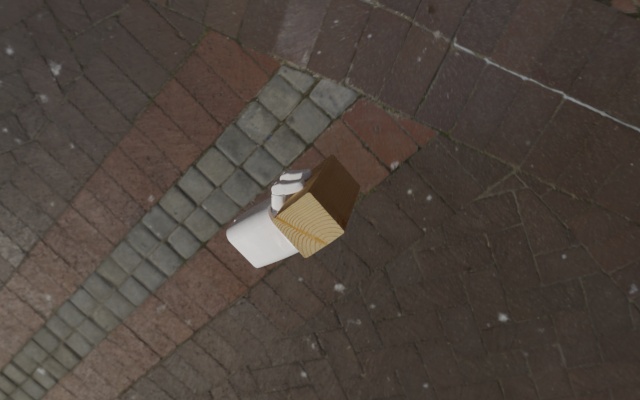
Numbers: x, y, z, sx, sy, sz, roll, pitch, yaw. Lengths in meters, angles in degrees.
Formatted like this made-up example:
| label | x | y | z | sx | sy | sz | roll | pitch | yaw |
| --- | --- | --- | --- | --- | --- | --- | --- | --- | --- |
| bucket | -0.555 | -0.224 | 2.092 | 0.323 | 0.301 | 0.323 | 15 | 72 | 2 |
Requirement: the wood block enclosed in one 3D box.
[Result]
| label | x | y | z | sx | sy | sz | roll | pitch | yaw |
| --- | --- | --- | --- | --- | --- | --- | --- | --- | --- |
| wood block | 0.000 | 0.003 | 0.871 | 0.090 | 0.091 | 0.206 | -36 | 11 | 24 |
